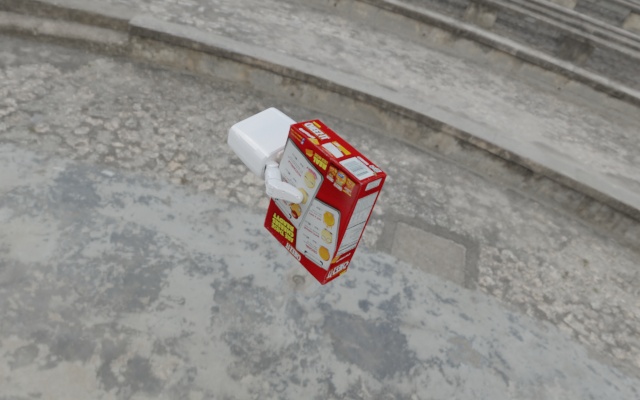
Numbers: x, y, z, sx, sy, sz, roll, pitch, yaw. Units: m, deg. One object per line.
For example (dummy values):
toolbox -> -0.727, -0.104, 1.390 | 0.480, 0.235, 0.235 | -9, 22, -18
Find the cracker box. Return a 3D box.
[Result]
cracker box -> 0.000, 0.002, 0.776 | 0.072, 0.214, 0.164 | -20, 51, -40
